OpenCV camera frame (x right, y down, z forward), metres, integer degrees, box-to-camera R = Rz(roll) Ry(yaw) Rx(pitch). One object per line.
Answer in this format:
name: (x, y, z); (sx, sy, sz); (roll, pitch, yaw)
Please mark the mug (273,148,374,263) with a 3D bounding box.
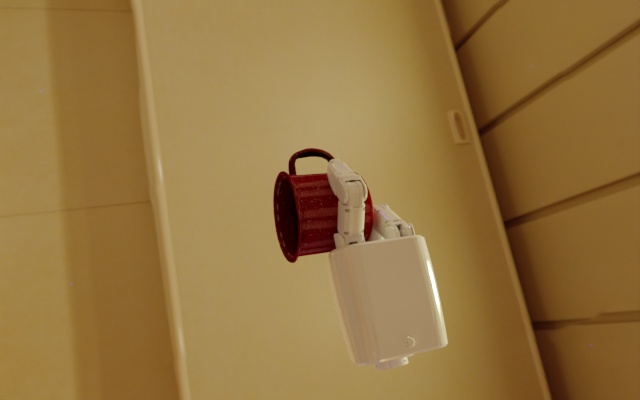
mug: (0.000, 0.000, 0.498); (0.081, 0.117, 0.093); (-6, -15, -20)
